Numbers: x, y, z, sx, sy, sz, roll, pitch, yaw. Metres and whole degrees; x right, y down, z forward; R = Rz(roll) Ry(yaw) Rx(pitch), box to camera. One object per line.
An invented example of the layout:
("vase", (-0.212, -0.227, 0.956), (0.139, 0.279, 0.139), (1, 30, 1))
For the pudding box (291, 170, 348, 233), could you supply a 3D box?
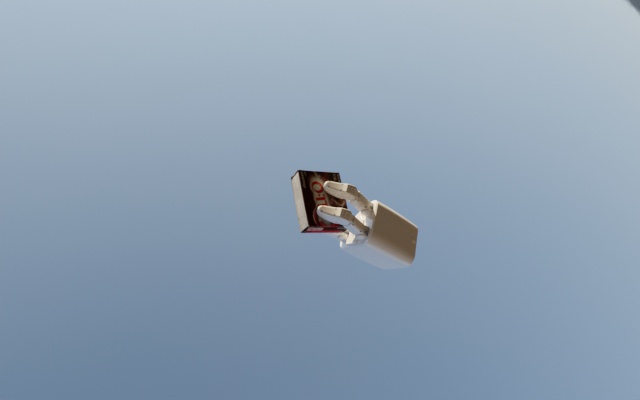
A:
("pudding box", (0.000, 0.003, 0.866), (0.090, 0.113, 0.039), (2, -27, -32))
